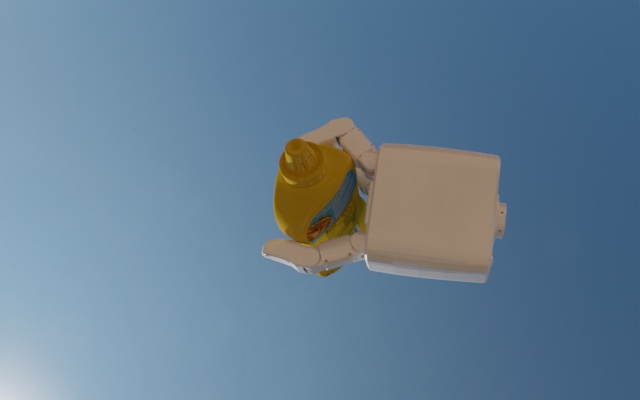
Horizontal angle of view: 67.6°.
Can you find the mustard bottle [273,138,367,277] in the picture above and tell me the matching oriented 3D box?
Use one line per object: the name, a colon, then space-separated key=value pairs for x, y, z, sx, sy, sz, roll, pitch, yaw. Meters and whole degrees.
mustard bottle: x=0.000 y=0.002 z=0.468 sx=0.058 sy=0.096 sz=0.192 roll=30 pitch=-17 yaw=26
